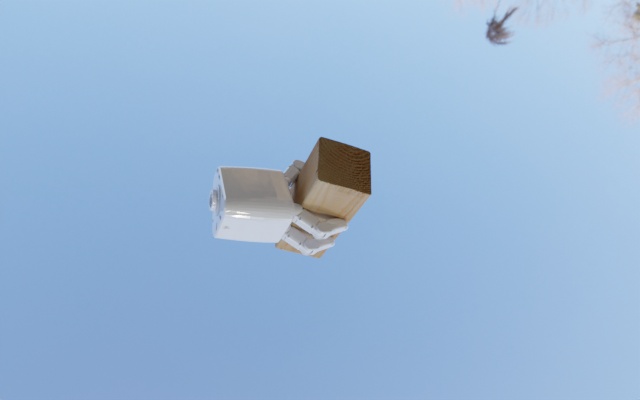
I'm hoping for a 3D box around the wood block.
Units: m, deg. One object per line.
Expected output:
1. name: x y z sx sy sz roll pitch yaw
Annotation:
1. wood block: 0.000 0.002 0.796 0.090 0.090 0.206 15 -38 -16
